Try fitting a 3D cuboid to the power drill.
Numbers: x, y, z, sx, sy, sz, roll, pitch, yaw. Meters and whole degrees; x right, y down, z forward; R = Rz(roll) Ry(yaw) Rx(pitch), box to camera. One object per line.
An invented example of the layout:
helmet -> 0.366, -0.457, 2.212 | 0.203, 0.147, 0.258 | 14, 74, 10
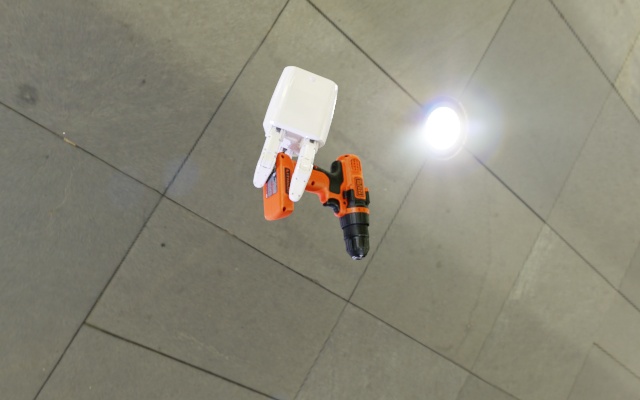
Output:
power drill -> 0.000, 0.002, 0.777 | 0.188, 0.184, 0.057 | 9, -24, -36
